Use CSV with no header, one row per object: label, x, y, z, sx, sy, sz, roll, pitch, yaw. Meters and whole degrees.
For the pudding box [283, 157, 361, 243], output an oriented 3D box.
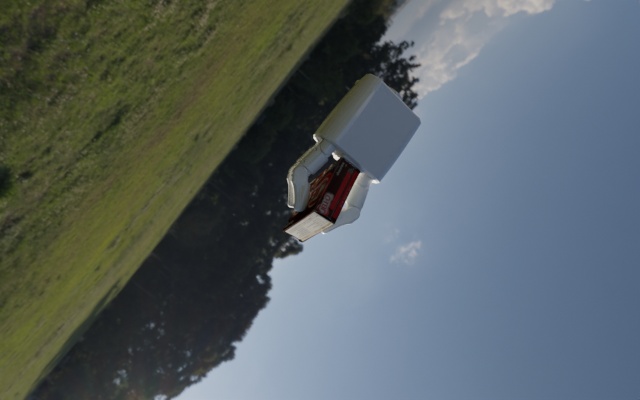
pudding box,0.000,0.002,0.655,0.039,0.090,0.113,34,-29,-10
